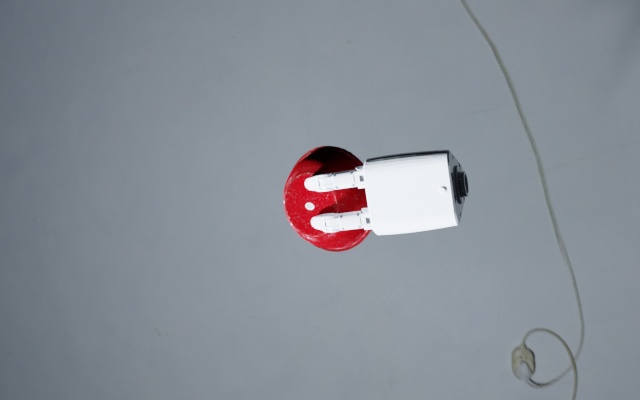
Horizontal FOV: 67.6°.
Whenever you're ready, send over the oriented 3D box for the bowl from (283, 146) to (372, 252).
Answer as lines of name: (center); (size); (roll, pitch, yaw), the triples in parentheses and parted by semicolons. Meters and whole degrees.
bowl: (-0.001, 0.003, 0.699); (0.162, 0.162, 0.055); (0, 9, 34)
